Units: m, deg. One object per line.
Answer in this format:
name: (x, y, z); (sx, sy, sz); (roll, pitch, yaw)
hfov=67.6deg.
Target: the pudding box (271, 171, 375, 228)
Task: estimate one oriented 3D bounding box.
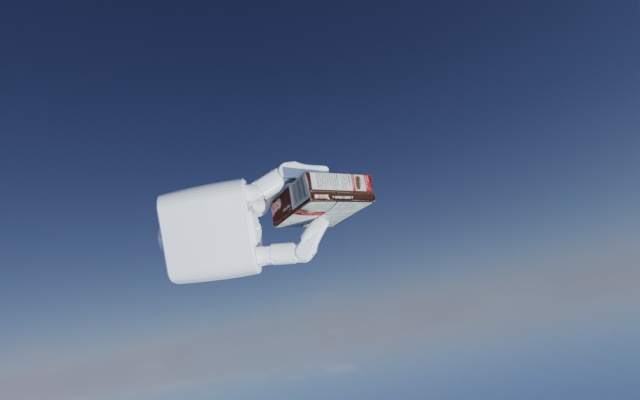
pudding box: (0.000, 0.002, 0.590); (0.090, 0.039, 0.113); (0, -18, -28)
